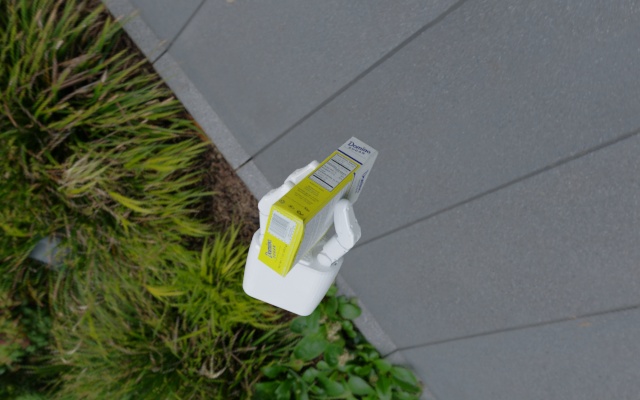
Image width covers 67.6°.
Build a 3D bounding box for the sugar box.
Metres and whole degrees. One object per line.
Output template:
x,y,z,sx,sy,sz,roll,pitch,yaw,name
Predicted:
0.000,0.002,0.565,0.048,0.093,0.176,31,43,11,sugar box
